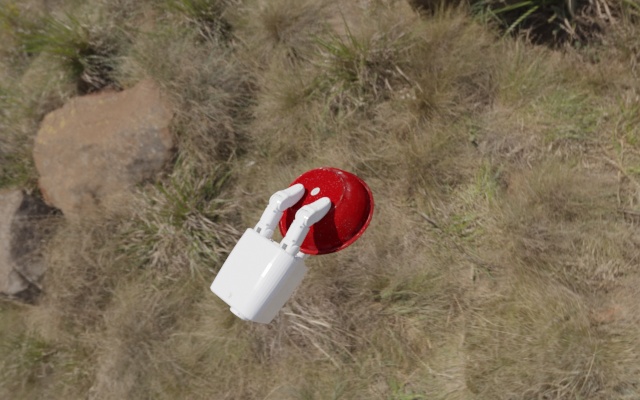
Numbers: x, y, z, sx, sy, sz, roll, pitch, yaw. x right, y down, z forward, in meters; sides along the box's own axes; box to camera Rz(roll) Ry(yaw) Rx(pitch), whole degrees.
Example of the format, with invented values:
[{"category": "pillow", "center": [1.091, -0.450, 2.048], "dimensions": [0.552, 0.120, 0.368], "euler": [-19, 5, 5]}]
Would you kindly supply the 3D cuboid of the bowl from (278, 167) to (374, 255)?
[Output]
[{"category": "bowl", "center": [0.001, 0.001, 0.752], "dimensions": [0.162, 0.162, 0.055], "euler": [0, -33, 20]}]
